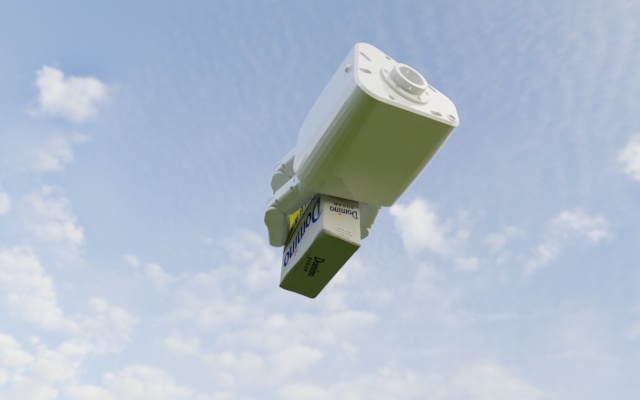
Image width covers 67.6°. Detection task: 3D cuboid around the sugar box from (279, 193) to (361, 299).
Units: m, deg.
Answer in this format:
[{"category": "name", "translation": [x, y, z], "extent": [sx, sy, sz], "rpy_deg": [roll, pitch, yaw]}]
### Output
[{"category": "sugar box", "translation": [0.000, 0.001, 0.493], "extent": [0.048, 0.176, 0.093], "rpy_deg": [23, -51, -15]}]
